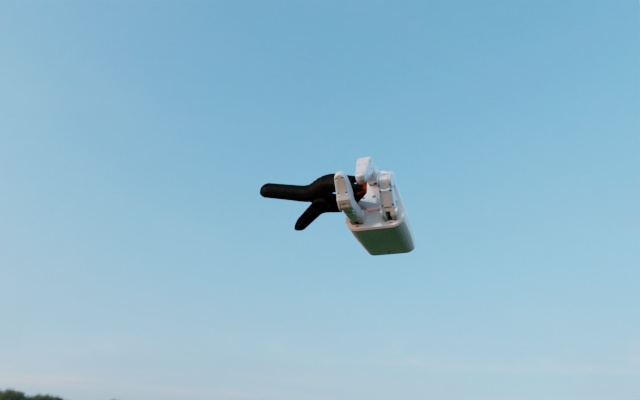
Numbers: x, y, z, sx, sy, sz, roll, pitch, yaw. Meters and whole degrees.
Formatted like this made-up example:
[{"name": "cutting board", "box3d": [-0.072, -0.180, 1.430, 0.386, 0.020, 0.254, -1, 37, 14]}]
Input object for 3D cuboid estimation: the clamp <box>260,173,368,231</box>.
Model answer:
[{"name": "clamp", "box3d": [0.000, 0.002, 0.777, 0.171, 0.039, 0.120, -7, -34, 21]}]
